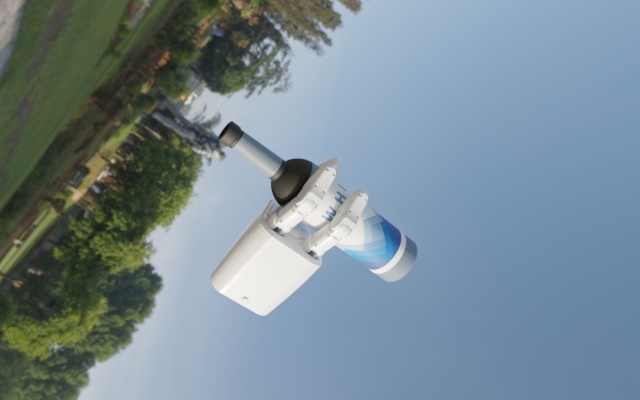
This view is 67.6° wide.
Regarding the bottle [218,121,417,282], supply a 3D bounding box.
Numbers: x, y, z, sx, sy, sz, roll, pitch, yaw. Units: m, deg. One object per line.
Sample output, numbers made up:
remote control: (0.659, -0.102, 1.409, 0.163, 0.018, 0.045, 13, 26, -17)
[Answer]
bottle: (0.000, 0.002, 0.594, 0.296, 0.069, 0.069, 37, -17, -24)
